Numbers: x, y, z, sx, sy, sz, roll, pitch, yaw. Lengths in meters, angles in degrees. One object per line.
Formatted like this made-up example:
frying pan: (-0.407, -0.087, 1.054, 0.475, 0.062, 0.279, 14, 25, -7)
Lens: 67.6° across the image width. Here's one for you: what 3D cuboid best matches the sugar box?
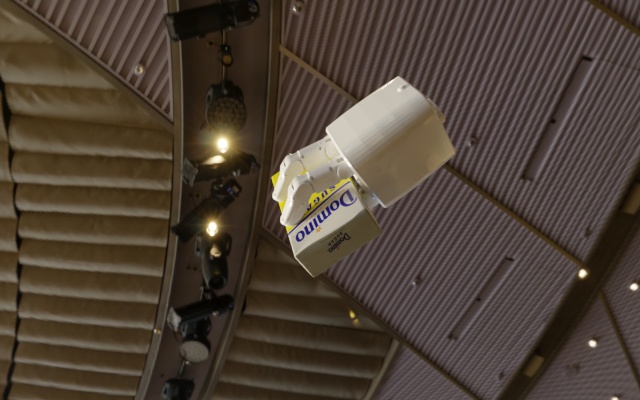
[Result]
sugar box: (0.000, 0.001, 0.572, 0.093, 0.048, 0.176, -34, 31, 6)
